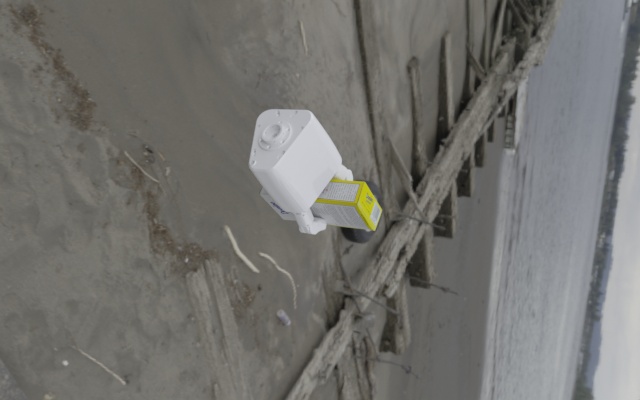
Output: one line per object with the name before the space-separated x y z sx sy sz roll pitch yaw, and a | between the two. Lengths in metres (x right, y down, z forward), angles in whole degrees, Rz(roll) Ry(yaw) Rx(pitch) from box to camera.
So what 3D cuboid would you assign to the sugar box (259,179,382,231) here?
sugar box | 0.000 0.002 0.765 0.176 0.048 0.093 9 -26 29
